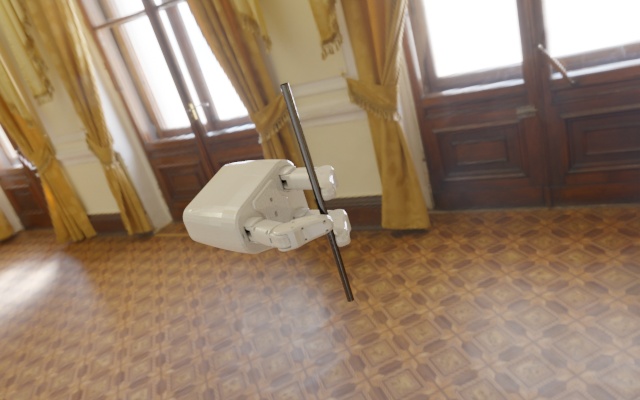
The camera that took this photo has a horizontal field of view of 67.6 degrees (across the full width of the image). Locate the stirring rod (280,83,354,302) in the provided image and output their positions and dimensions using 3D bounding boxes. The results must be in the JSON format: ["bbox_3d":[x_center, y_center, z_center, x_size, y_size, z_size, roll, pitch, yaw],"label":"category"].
[{"bbox_3d":[0.000,0.002,0.476,0.011,0.240,0.011,-15,22,6],"label":"stirring rod"}]
